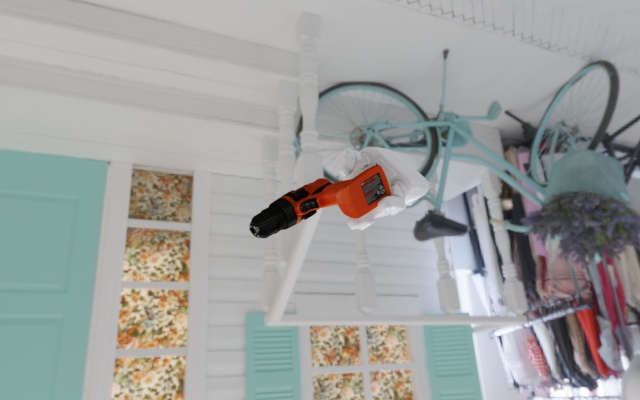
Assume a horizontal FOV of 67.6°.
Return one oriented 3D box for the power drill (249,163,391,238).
[{"bbox_3d":[0.001,0.002,0.746,0.187,0.057,0.184,-9,18,46],"label":"power drill"}]
